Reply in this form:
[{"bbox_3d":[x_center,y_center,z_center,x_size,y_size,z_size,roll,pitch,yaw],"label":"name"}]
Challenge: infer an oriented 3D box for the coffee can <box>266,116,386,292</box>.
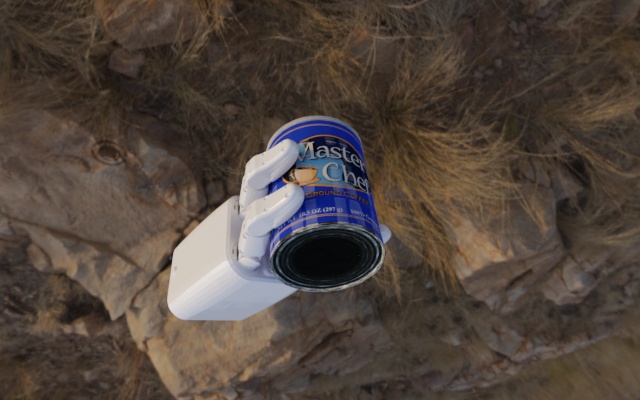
[{"bbox_3d":[0.000,0.001,0.463,0.103,0.140,0.103,-4,-42,-4],"label":"coffee can"}]
